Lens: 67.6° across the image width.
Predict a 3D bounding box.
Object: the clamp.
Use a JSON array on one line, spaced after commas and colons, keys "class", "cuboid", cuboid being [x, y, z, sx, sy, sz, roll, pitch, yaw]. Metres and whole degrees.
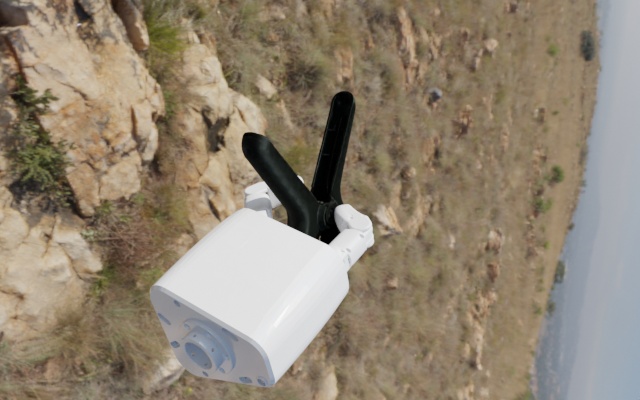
[{"class": "clamp", "cuboid": [0.001, 0.002, 0.471, 0.036, 0.210, 0.164, 9, 34, 31]}]
